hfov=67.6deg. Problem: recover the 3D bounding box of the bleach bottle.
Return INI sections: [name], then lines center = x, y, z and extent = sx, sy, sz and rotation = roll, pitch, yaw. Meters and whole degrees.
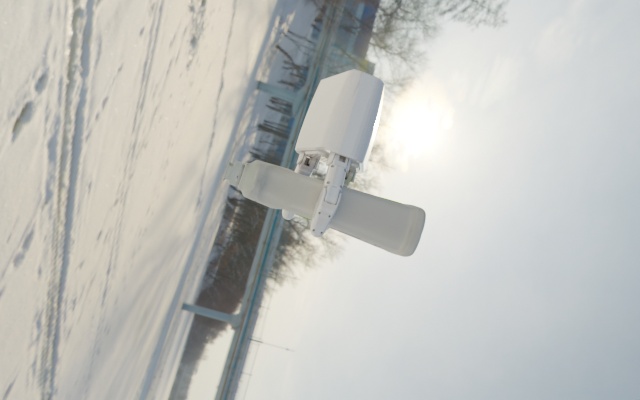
[bleach bottle]
center = 0.000, 0.002, 0.614
extent = 0.251, 0.068, 0.102
rotation = 19, -3, -10
